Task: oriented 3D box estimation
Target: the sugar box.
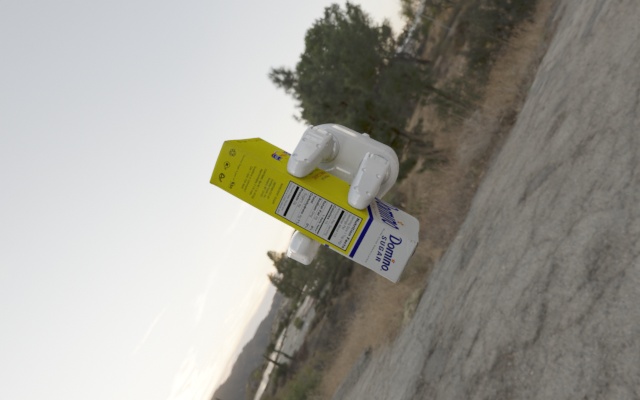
[{"bbox_3d":[0.000,0.001,0.421,0.176,0.048,0.093,25,14,5],"label":"sugar box"}]
